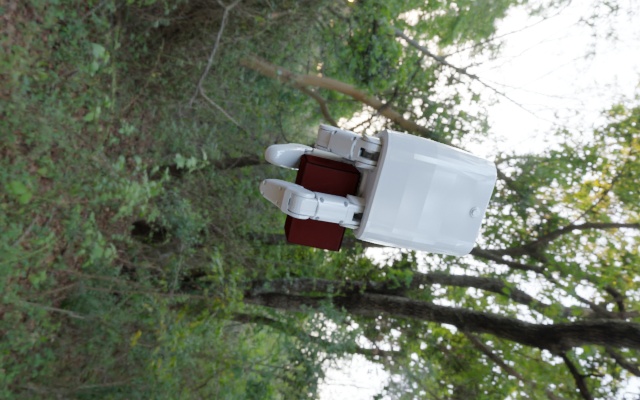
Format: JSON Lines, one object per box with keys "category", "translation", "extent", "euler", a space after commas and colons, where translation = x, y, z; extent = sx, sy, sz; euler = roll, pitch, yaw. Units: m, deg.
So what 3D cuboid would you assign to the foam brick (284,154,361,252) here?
{"category": "foam brick", "translation": [0.000, 0.002, 0.449], "extent": [0.051, 0.078, 0.053], "euler": [13, 13, -10]}
